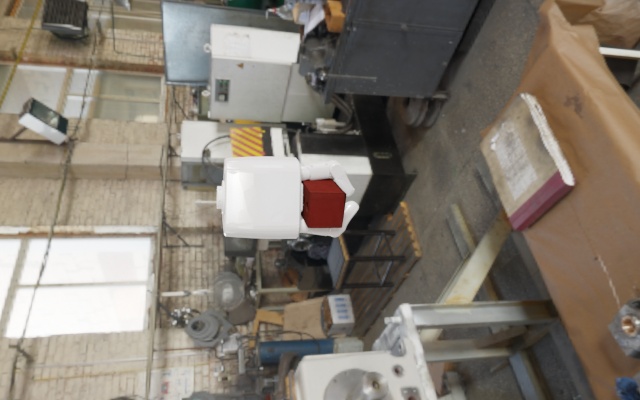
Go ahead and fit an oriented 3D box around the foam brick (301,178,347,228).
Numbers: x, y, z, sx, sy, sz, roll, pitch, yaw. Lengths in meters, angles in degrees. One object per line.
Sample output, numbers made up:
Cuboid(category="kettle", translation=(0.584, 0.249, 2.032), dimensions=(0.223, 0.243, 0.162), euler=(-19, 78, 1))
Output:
Cuboid(category="foam brick", translation=(0.000, 0.002, 0.684), dimensions=(0.051, 0.053, 0.078), euler=(1, 18, -14))
